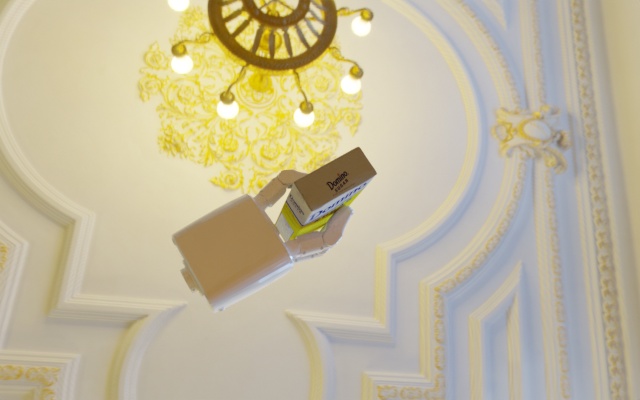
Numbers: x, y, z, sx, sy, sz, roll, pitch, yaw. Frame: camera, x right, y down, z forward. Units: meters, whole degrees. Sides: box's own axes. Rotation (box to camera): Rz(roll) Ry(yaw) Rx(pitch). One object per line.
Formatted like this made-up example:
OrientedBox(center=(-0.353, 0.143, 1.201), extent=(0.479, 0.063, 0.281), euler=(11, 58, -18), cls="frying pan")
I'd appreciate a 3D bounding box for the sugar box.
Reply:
OrientedBox(center=(0.000, 0.003, 0.603), extent=(0.093, 0.048, 0.176), euler=(-30, -7, -19), cls="sugar box")
